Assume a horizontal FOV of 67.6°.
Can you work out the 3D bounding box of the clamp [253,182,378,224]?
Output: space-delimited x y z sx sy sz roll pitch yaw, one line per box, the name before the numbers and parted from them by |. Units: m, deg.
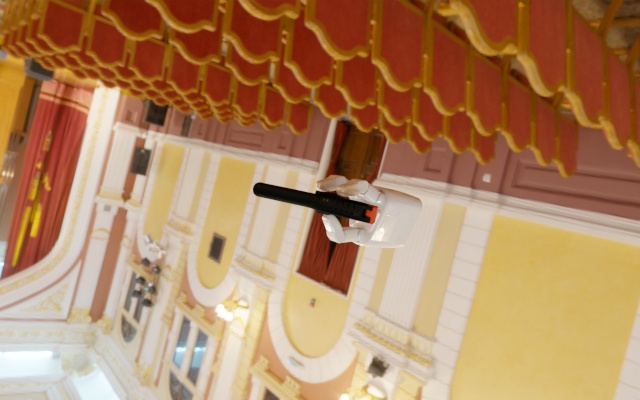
clamp | 0.000 0.003 0.786 0.164 0.036 0.210 6 6 -41
